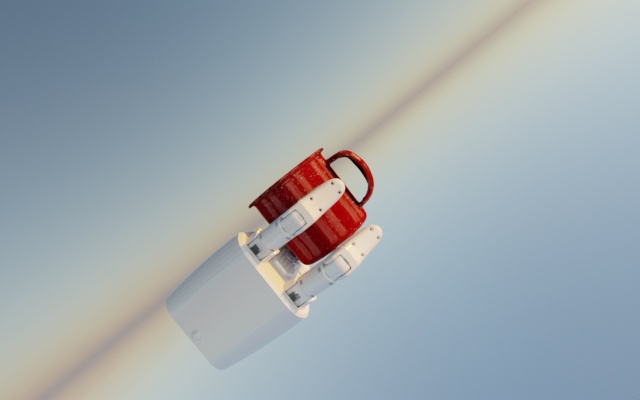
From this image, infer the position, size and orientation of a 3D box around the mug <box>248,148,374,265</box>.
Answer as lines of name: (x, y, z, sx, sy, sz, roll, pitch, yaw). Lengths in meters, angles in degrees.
mug: (0.001, 0.001, 0.463, 0.117, 0.081, 0.093, -38, 3, 16)
